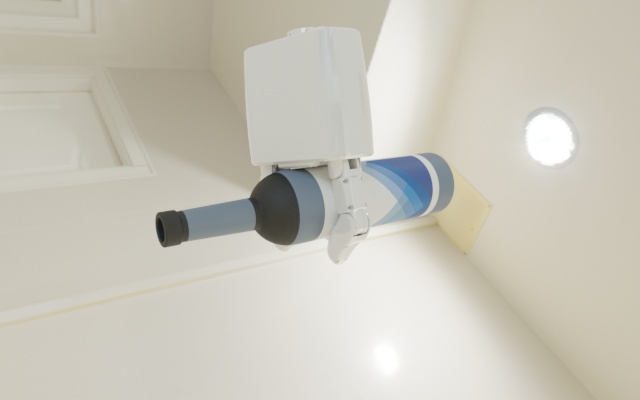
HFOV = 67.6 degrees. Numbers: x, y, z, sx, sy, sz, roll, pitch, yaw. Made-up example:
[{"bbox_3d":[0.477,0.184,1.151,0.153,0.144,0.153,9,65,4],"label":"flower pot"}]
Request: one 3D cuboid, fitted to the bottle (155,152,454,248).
[{"bbox_3d":[0.000,0.001,0.441,0.295,0.069,0.069,-10,5,-34],"label":"bottle"}]
